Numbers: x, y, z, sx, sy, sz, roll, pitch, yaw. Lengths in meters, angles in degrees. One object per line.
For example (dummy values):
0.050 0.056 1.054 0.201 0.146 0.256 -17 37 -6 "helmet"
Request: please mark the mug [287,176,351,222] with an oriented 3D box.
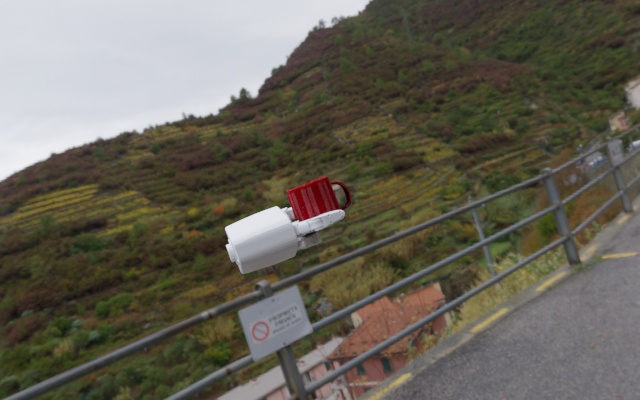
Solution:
0.001 0.002 0.861 0.117 0.081 0.093 -21 3 -14 "mug"
